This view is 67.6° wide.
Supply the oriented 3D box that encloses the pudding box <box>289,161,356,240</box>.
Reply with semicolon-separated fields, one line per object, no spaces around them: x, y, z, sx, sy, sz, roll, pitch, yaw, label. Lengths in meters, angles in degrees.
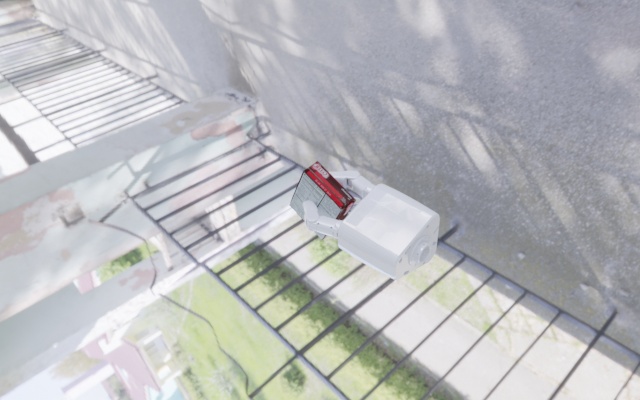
0.000;0.003;0.781;0.039;0.090;0.113;-35;-15;-33;pudding box
